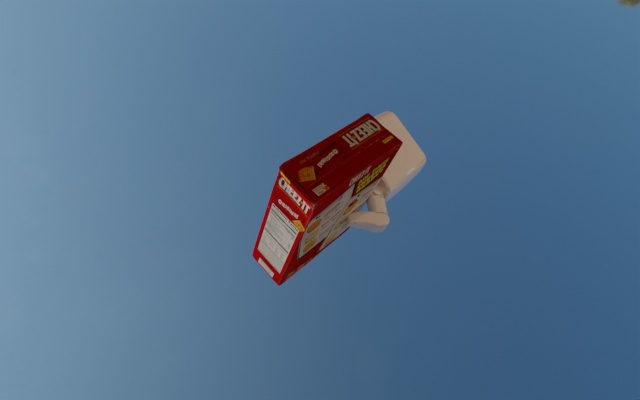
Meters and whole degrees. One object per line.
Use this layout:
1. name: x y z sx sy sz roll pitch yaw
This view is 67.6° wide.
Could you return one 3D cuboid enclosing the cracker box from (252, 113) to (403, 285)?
1. cracker box: 0.000 0.002 0.644 0.164 0.072 0.214 -36 -18 -34
